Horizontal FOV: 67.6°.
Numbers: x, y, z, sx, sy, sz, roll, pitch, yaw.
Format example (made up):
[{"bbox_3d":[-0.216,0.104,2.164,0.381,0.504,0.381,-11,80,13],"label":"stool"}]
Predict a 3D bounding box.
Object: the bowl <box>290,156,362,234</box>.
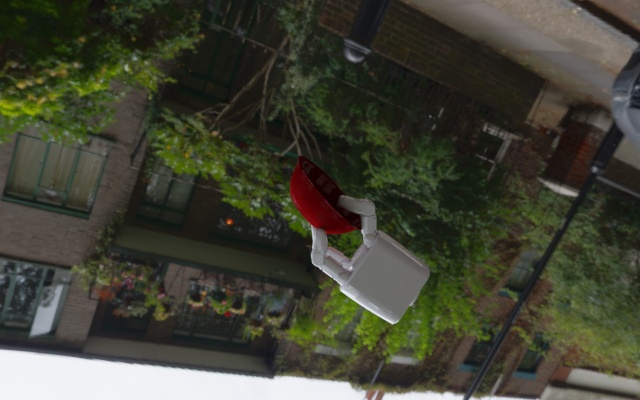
[{"bbox_3d":[-0.001,0.002,0.794,0.055,0.162,0.162,-41,-11,12],"label":"bowl"}]
